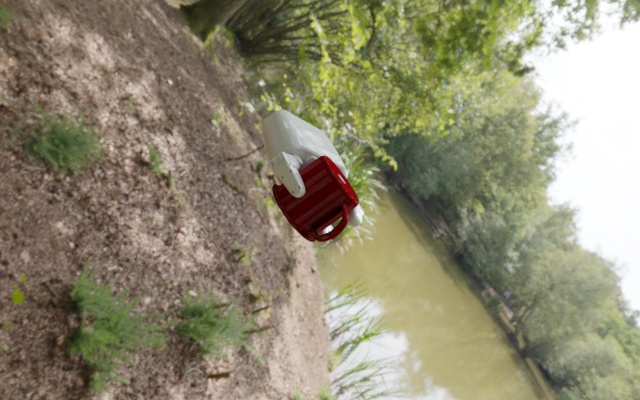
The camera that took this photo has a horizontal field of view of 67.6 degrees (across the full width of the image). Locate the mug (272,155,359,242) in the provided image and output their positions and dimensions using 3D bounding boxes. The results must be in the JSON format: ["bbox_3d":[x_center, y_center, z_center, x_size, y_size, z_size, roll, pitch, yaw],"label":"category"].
[{"bbox_3d":[0.001,0.003,0.620,0.081,0.117,0.093,-35,-46,11],"label":"mug"}]
